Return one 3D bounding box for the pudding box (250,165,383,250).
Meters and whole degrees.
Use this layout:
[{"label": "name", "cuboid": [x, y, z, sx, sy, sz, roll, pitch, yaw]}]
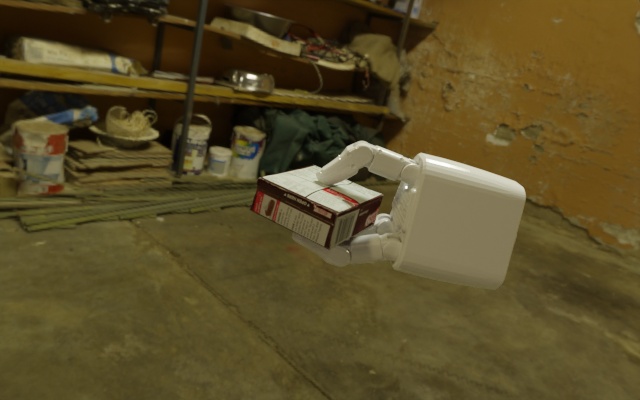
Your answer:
[{"label": "pudding box", "cuboid": [0.000, 0.001, 0.473, 0.090, 0.039, 0.113, 24, 18, 22]}]
